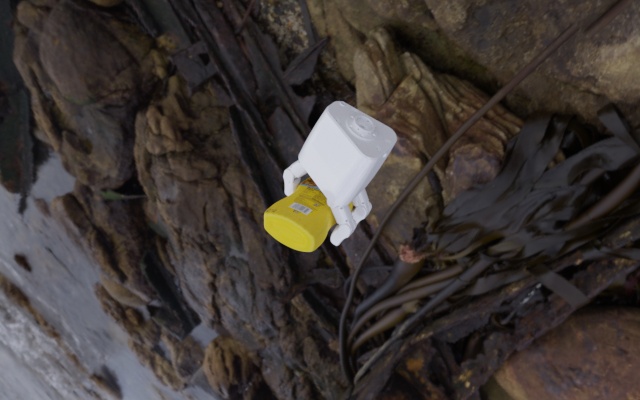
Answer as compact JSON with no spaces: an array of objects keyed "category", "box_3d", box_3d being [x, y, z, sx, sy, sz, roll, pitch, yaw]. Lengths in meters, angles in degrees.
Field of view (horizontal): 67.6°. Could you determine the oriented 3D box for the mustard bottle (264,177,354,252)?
[{"category":"mustard bottle","box_3d":[0.000,0.003,0.779,0.096,0.058,0.191,23,41,23]}]
